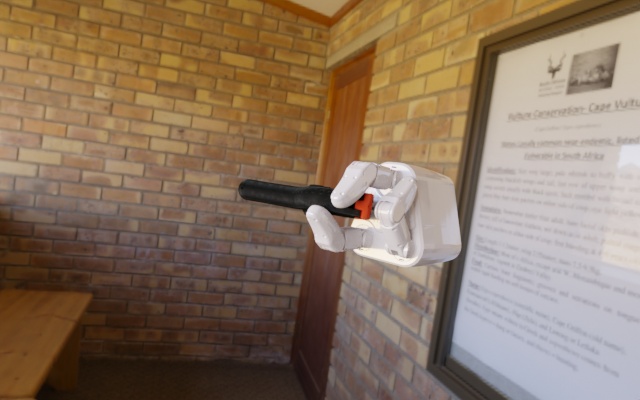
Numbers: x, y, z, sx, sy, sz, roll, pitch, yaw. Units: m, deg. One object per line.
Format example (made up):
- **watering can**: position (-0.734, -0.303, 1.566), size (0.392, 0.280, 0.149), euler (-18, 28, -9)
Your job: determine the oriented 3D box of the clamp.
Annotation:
- **clamp**: position (0.000, 0.001, 0.553), size (0.171, 0.039, 0.120), euler (10, 4, 41)
